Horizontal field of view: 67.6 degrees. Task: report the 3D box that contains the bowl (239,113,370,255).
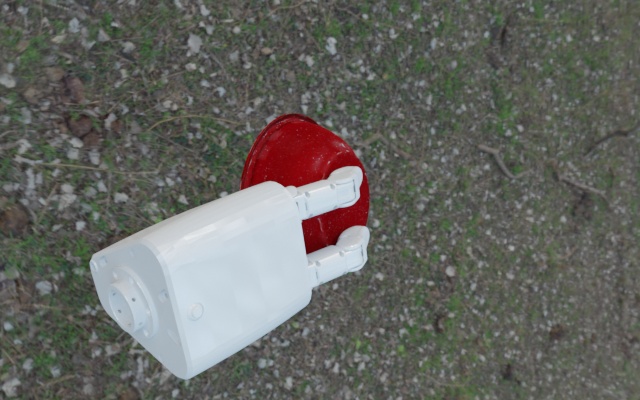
[{"bbox_3d":[0.001,0.001,0.434,0.055,0.162,0.162,3,1,33],"label":"bowl"}]
